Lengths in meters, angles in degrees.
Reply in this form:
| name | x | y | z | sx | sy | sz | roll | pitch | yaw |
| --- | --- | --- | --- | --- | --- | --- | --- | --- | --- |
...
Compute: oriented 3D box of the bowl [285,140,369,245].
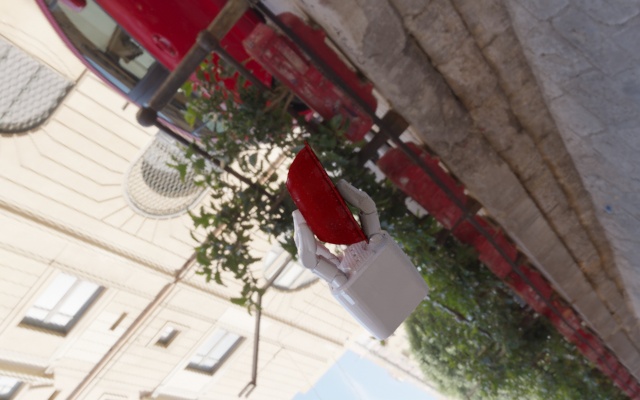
| name | x | y | z | sx | sy | sz | roll | pitch | yaw |
| --- | --- | --- | --- | --- | --- | --- | --- | --- | --- |
| bowl | -0.001 | 0.001 | 0.635 | 0.055 | 0.162 | 0.162 | -31 | -1 | 1 |
